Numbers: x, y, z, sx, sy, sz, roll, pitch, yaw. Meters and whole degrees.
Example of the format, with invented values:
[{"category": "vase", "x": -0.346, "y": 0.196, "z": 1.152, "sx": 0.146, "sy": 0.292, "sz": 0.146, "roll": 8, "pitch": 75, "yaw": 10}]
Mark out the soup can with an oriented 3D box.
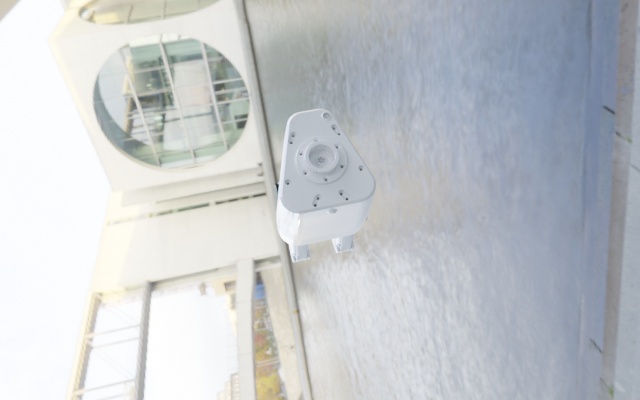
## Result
[{"category": "soup can", "x": 0.000, "y": 0.002, "z": 0.584, "sx": 0.102, "sy": 0.068, "sz": 0.068, "roll": -11, "pitch": 1, "yaw": -8}]
